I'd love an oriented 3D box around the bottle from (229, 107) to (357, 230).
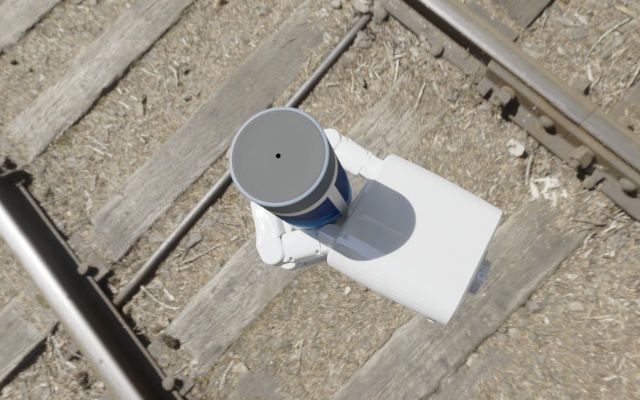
[{"bbox_3d":[0.000,0.001,0.443,0.069,0.069,0.296,0,-12,11],"label":"bottle"}]
